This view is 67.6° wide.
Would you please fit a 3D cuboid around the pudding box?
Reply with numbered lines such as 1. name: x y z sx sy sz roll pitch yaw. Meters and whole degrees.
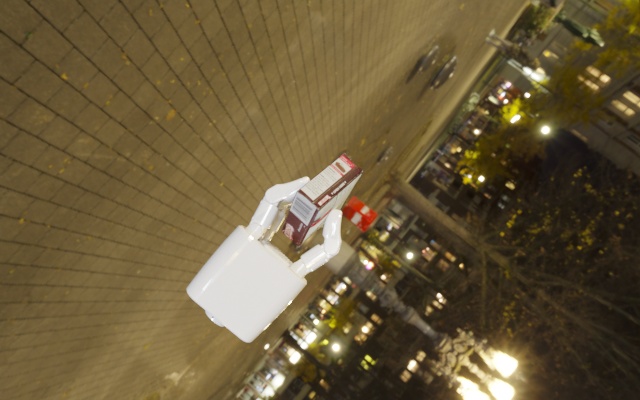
1. pudding box: 0.000 0.002 0.621 0.090 0.039 0.113 -42 -10 -31
